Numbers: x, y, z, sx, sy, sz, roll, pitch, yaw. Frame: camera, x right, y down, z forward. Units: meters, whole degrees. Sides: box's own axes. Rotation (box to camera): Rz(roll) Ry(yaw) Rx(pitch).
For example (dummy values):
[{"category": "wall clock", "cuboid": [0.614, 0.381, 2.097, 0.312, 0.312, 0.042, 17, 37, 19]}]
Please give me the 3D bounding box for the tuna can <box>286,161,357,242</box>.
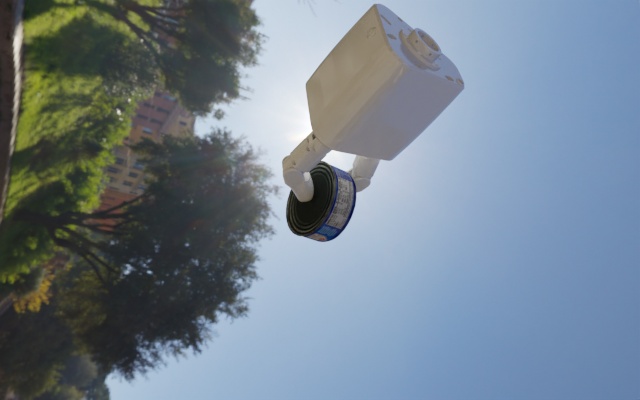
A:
[{"category": "tuna can", "cuboid": [0.000, 0.002, 0.526, 0.034, 0.086, 0.086, 21, -12, -34]}]
